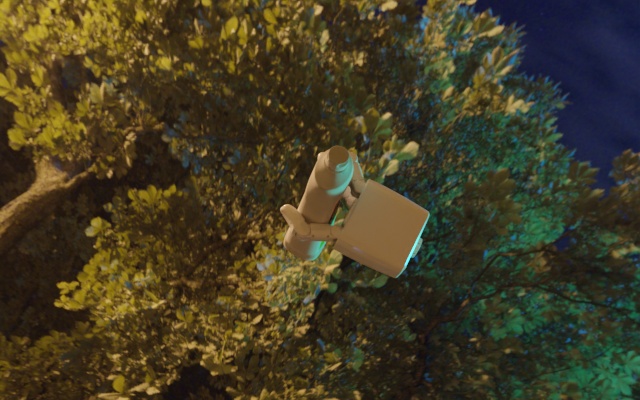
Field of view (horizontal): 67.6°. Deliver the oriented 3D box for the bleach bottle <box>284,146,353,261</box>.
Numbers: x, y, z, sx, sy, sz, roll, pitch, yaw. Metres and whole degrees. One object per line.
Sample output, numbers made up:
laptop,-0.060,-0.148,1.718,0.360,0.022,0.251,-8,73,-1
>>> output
bleach bottle,0.000,0.002,0.729,0.068,0.102,0.251,27,-28,4
